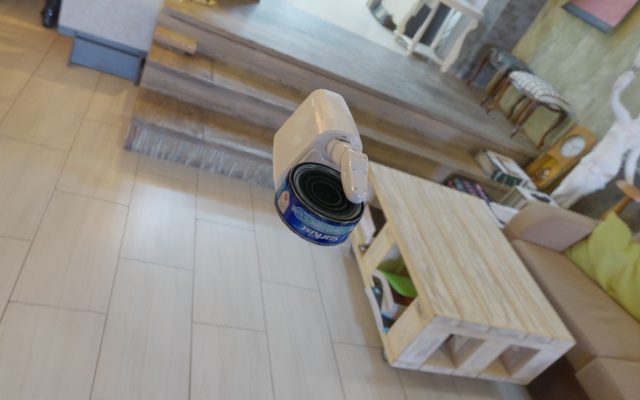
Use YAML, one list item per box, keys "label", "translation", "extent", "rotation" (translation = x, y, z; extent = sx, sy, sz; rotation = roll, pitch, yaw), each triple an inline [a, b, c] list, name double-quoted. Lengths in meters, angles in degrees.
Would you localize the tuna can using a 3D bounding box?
- label: "tuna can"
  translation: [0.000, 0.001, 0.471]
  extent: [0.086, 0.086, 0.034]
  rotation: [0, -43, -38]
